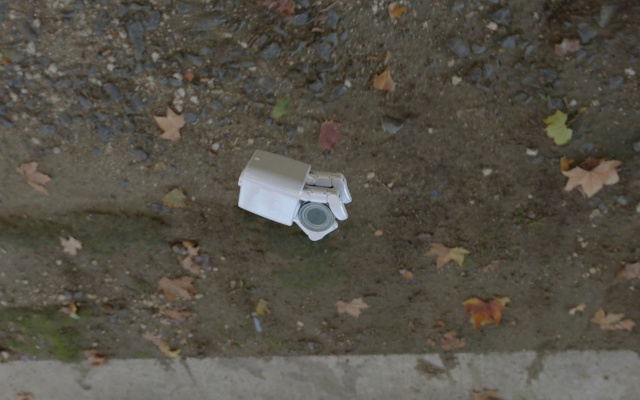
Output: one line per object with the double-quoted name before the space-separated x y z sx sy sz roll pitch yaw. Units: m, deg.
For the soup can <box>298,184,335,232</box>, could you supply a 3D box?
"soup can" 0.001 0.003 0.888 0.068 0.068 0.102 0 32 11
